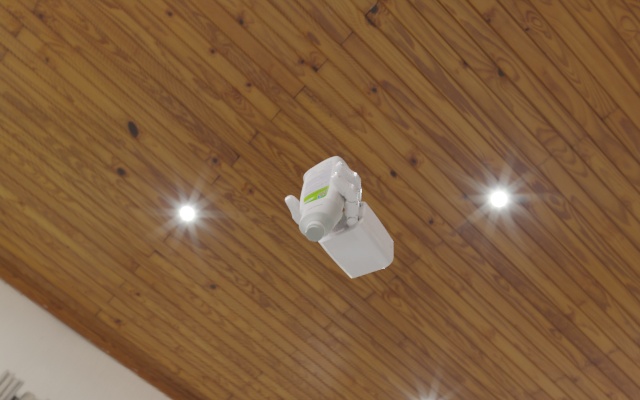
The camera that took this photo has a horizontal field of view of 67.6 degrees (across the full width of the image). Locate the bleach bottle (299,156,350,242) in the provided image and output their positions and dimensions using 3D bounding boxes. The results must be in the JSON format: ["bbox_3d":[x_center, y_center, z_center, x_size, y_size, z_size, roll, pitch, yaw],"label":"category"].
[{"bbox_3d":[0.000,0.003,0.886,0.102,0.068,0.250,-31,18,21],"label":"bleach bottle"}]
